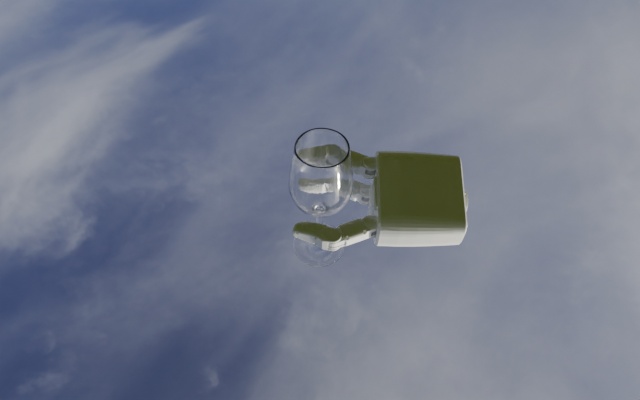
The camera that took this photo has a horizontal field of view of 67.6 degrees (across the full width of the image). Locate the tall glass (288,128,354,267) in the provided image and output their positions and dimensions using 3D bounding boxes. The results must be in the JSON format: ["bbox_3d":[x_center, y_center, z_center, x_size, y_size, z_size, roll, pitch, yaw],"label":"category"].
[{"bbox_3d":[0.000,0.002,0.601,0.079,0.079,0.201,0,-37,-1],"label":"tall glass"}]
